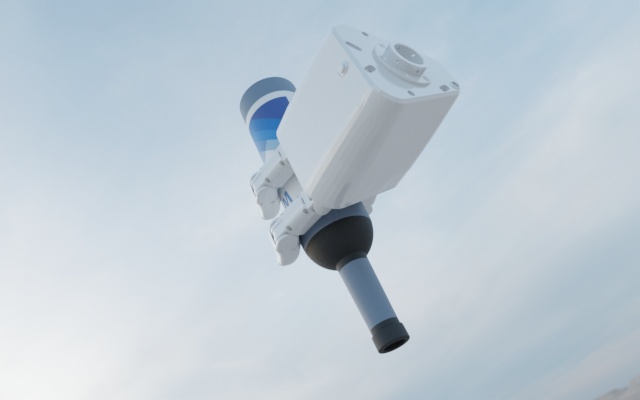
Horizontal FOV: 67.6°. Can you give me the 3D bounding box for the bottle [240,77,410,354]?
[{"bbox_3d":[0.000,0.001,0.446,0.069,0.295,0.069,-19,-33,-13],"label":"bottle"}]
